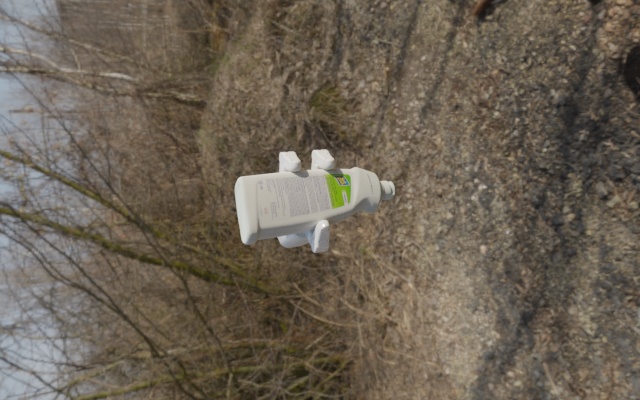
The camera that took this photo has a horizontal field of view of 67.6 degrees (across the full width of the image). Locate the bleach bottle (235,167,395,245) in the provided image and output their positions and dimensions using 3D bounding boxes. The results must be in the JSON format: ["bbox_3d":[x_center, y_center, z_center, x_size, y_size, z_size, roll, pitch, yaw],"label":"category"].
[{"bbox_3d":[0.000,0.002,0.741,0.251,0.102,0.068,-6,-14,-20],"label":"bleach bottle"}]
